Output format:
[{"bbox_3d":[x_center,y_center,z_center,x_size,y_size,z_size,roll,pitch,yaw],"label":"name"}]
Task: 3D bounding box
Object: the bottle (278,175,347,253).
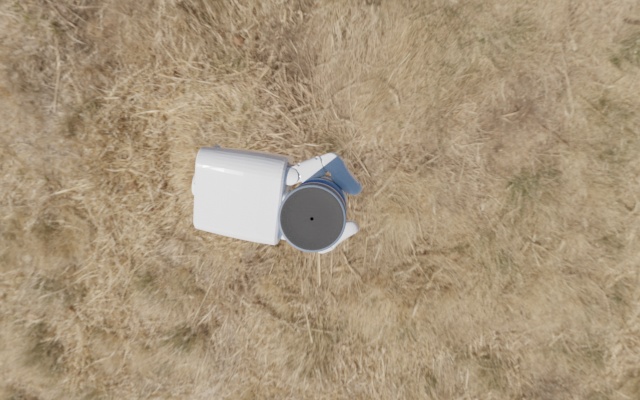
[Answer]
[{"bbox_3d":[0.000,0.002,0.605,0.069,0.069,0.295,0,6,3],"label":"bottle"}]
